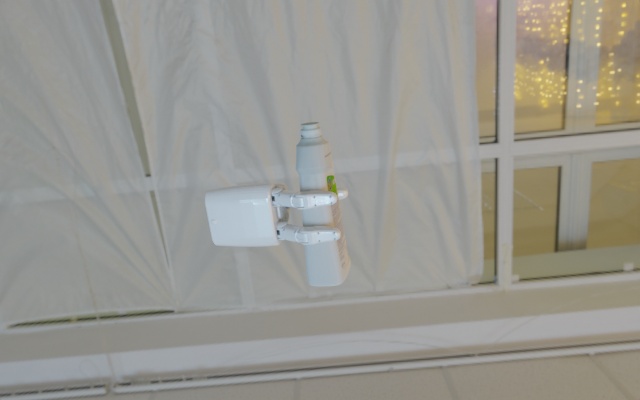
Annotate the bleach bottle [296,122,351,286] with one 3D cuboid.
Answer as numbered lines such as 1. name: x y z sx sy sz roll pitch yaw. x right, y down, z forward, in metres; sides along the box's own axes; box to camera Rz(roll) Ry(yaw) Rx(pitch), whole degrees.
1. bleach bottle: 0.000 0.003 0.752 0.068 0.251 0.102 -3 17 11
